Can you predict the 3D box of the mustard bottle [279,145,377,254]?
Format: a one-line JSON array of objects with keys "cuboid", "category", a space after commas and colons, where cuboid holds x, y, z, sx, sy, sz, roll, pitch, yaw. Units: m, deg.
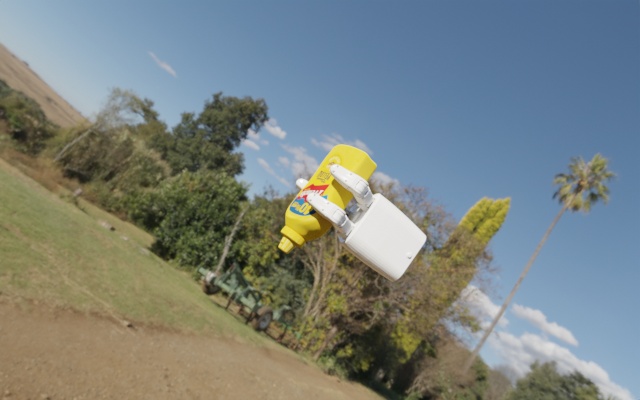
[{"cuboid": [0.000, 0.002, 0.744, 0.058, 0.191, 0.096, 44, -12, -34], "category": "mustard bottle"}]
